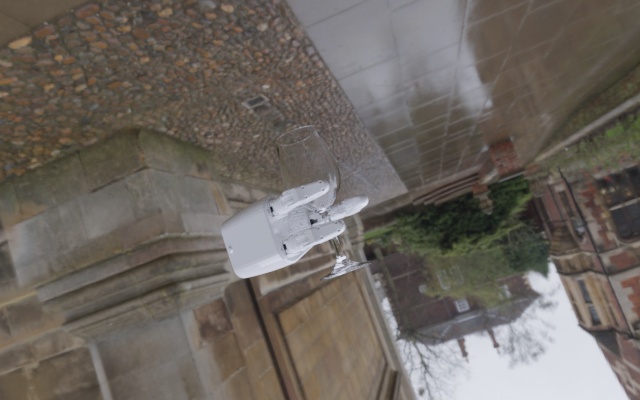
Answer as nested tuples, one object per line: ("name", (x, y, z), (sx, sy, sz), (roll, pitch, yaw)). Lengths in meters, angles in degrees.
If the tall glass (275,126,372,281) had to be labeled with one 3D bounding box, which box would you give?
("tall glass", (0.000, 0.003, 0.650), (0.079, 0.201, 0.079), (-19, -7, -2))
